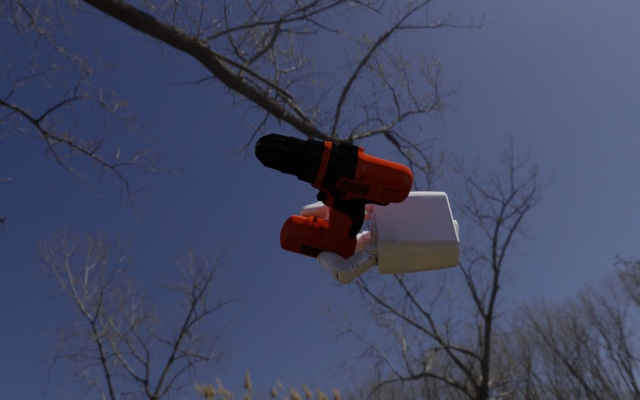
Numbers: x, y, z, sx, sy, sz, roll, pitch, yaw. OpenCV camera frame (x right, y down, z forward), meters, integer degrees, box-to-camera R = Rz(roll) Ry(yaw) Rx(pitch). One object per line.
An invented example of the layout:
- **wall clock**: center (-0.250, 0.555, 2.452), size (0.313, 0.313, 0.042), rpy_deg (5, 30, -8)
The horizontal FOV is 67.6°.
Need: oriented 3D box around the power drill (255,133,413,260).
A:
- **power drill**: center (0.000, 0.002, 0.599), size (0.184, 0.057, 0.188), rpy_deg (16, -37, -4)
